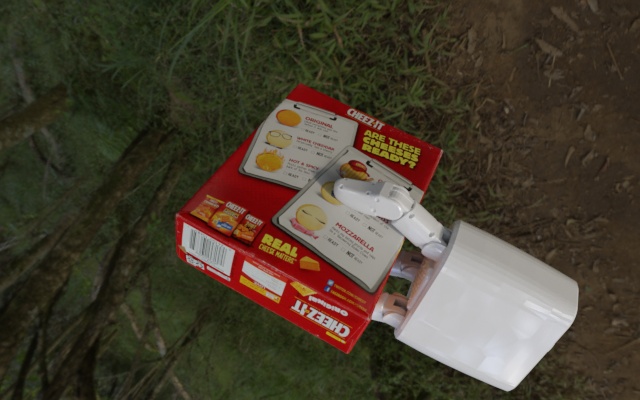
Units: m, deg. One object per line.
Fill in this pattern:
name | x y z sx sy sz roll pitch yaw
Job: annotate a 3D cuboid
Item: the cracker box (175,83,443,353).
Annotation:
cracker box | 0.000 0.001 0.433 0.164 0.072 0.213 27 48 7
